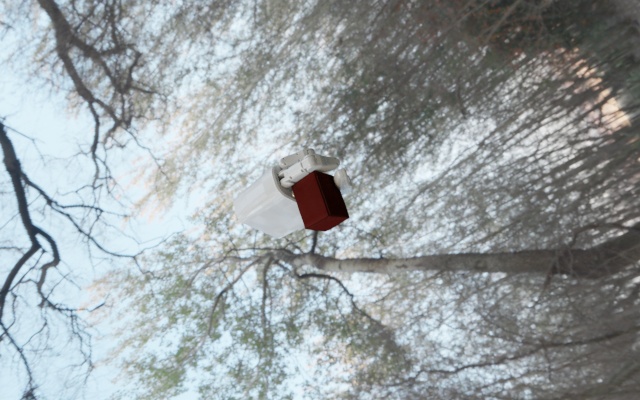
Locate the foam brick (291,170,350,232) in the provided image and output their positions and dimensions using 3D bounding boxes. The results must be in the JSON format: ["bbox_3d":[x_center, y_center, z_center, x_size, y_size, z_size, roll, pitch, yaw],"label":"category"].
[{"bbox_3d":[0.000,0.003,0.731,0.051,0.078,0.053,-33,-27,30],"label":"foam brick"}]
